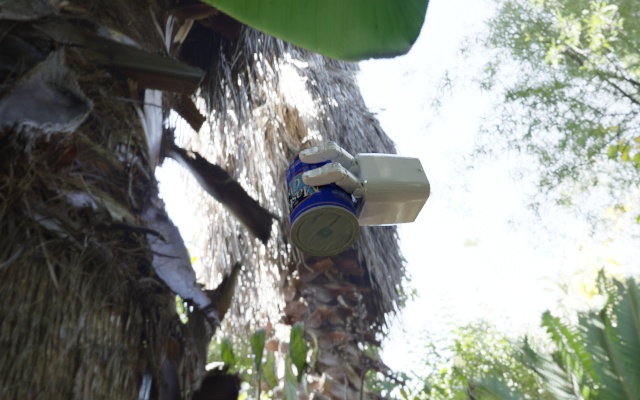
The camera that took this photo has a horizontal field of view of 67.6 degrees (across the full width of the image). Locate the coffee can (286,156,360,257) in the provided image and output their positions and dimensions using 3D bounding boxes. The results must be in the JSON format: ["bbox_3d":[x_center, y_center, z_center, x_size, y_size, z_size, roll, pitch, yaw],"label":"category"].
[{"bbox_3d":[0.000,0.003,0.753,0.103,0.103,0.140,0,42,-8],"label":"coffee can"}]
